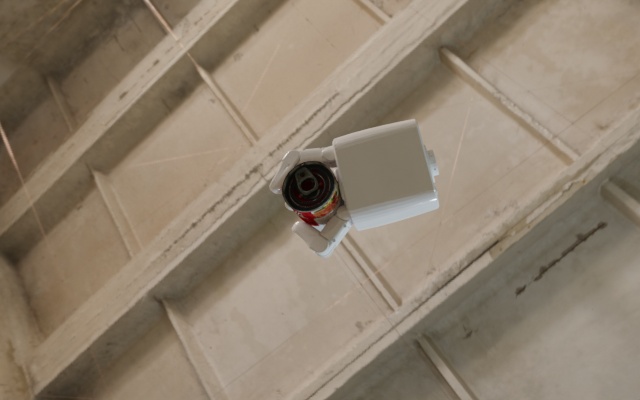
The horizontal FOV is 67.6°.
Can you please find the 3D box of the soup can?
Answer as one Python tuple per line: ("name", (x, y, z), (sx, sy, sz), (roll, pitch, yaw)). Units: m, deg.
("soup can", (0.000, 0.002, 0.614), (0.068, 0.068, 0.102), (0, -23, 19))
